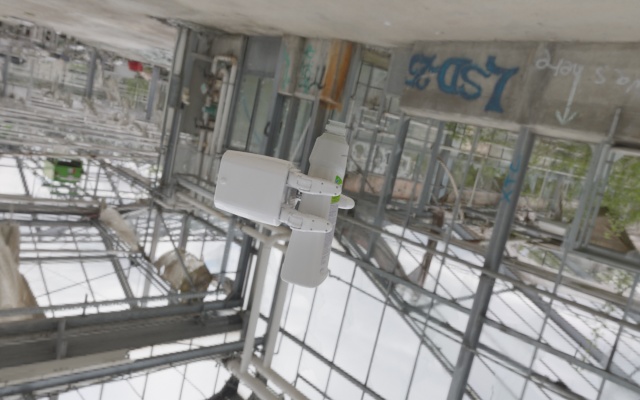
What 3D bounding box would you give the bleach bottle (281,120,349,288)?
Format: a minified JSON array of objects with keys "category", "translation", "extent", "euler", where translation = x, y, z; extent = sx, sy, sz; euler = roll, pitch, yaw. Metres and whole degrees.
[{"category":"bleach bottle","translation":[0.000,0.002,0.740],"extent":[0.068,0.251,0.102],"euler":[14,8,10]}]
